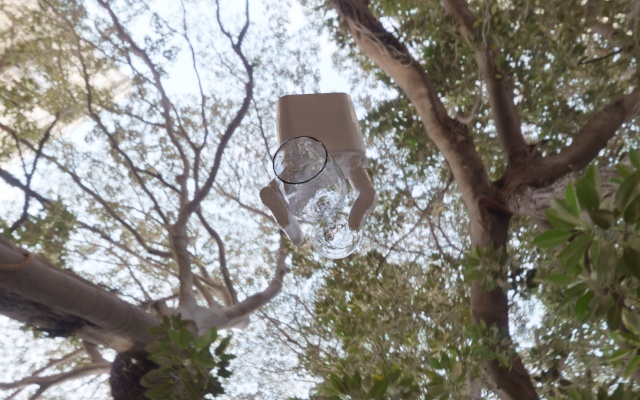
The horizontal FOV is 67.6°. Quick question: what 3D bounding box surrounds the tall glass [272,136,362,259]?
[{"bbox_3d":[0.000,0.002,0.594,0.079,0.079,0.201,0,-27,15],"label":"tall glass"}]
